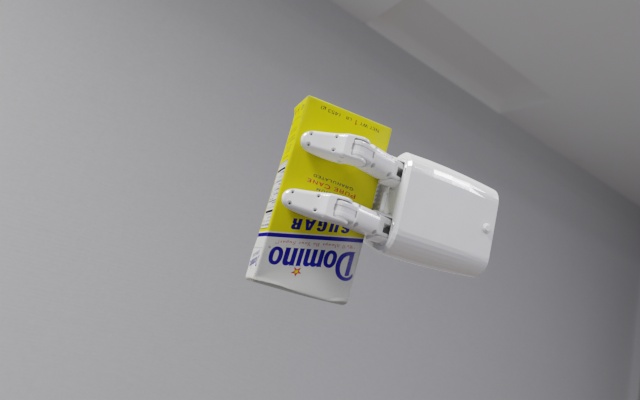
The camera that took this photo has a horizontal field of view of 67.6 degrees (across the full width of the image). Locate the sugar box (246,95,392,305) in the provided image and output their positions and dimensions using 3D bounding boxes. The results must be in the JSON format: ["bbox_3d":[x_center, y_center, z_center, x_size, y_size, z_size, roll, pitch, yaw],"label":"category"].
[{"bbox_3d":[0.000,0.001,0.450,0.093,0.176,0.048,18,-14,-16],"label":"sugar box"}]
